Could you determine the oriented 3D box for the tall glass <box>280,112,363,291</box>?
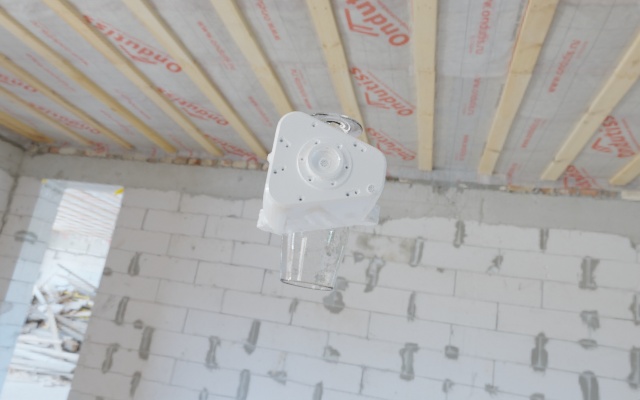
[{"bbox_3d":[0.000,0.001,0.568,0.079,0.201,0.079,9,-15,2],"label":"tall glass"}]
